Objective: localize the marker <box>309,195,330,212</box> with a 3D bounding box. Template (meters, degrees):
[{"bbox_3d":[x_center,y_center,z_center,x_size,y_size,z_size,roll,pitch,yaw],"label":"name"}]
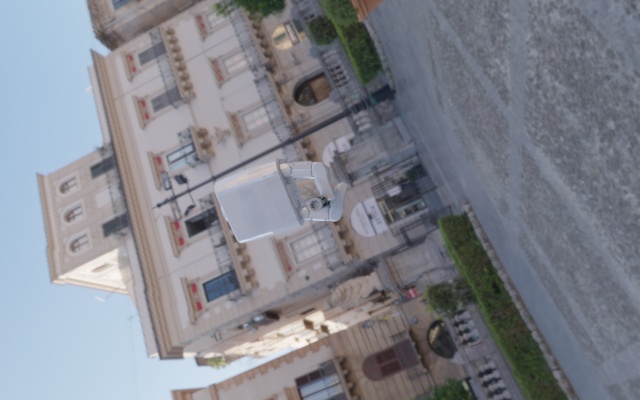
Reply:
[{"bbox_3d":[0.000,0.002,0.702,0.020,0.020,0.121,0,4,7],"label":"marker"}]
